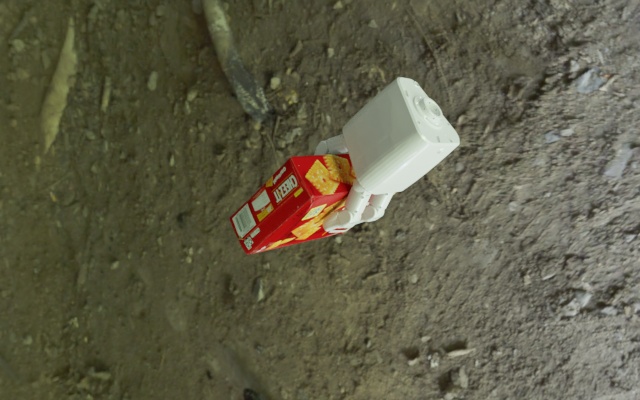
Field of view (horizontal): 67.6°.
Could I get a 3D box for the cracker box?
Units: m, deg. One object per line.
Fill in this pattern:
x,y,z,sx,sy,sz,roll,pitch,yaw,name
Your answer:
0.000,0.002,0.706,0.213,0.072,0.164,-8,-25,-47,cracker box
